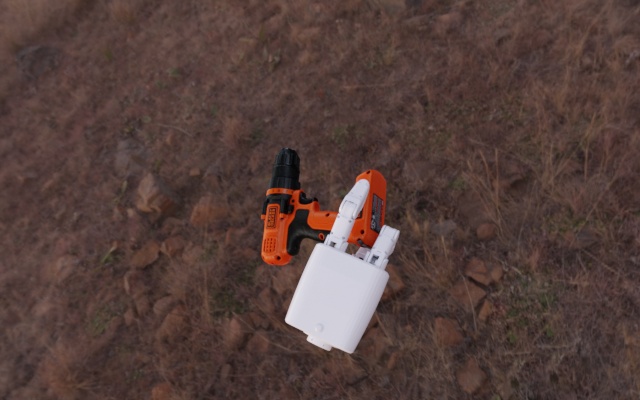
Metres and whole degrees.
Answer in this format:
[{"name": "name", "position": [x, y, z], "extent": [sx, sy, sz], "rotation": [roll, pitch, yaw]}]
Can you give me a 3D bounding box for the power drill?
[{"name": "power drill", "position": [0.000, 0.002, 0.697], "extent": [0.187, 0.184, 0.057], "rotation": [-5, -17, 32]}]
